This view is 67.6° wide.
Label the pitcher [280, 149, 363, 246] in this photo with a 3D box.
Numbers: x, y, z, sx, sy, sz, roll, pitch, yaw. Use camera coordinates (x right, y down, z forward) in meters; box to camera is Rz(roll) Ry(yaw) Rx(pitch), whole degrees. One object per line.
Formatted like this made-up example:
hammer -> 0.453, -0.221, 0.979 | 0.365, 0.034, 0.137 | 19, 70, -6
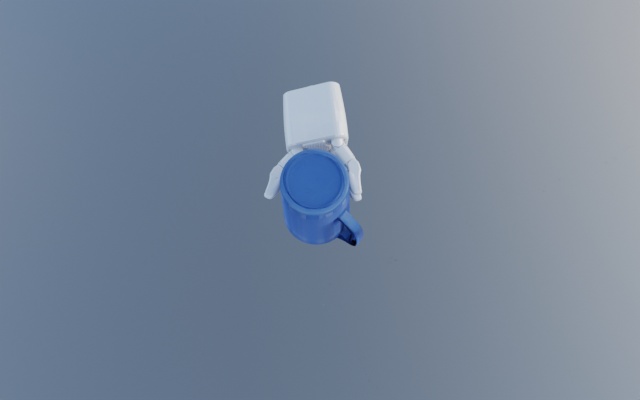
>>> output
pitcher -> 0.000, 0.003, 0.841 | 0.149, 0.145, 0.243 | -4, -13, 0
